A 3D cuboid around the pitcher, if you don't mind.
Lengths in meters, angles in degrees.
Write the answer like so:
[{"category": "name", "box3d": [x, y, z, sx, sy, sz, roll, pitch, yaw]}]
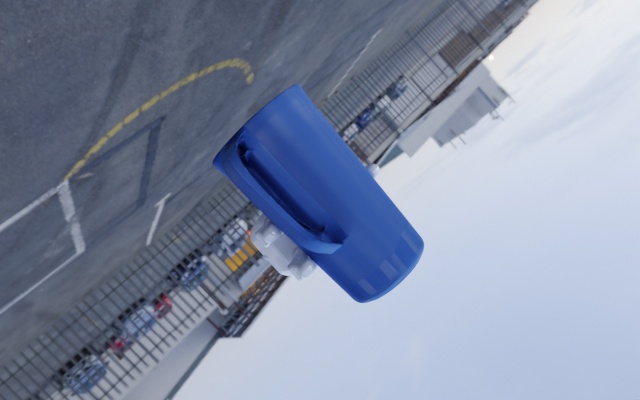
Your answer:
[{"category": "pitcher", "box3d": [0.000, 0.002, 0.542, 0.149, 0.243, 0.145, -44, 4, -21]}]
